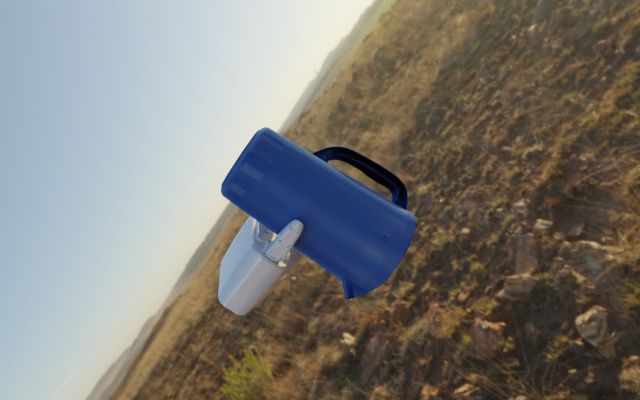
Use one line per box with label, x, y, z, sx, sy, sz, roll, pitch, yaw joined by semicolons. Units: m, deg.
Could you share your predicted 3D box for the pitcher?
pitcher;0.000;0.002;0.642;0.243;0.145;0.149;34;24;-8
